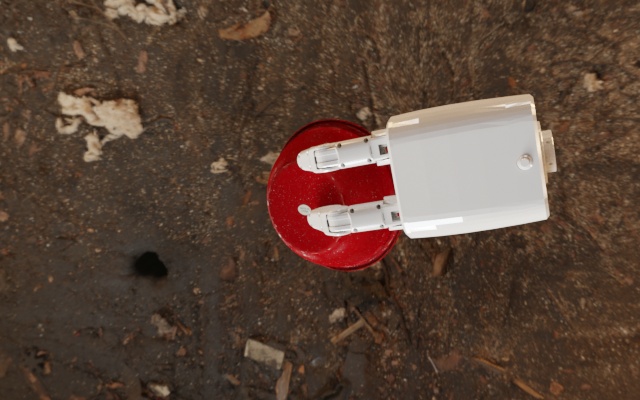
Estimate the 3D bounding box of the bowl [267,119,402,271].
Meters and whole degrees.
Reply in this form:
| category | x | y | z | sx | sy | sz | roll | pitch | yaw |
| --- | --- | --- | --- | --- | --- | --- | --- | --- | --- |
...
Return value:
| category | x | y | z | sx | sy | sz | roll | pitch | yaw |
| --- | --- | --- | --- | --- | --- | --- | --- | --- | --- |
| bowl | -0.001 | 0.002 | 0.479 | 0.162 | 0.162 | 0.055 | 0 | 12 | 35 |
